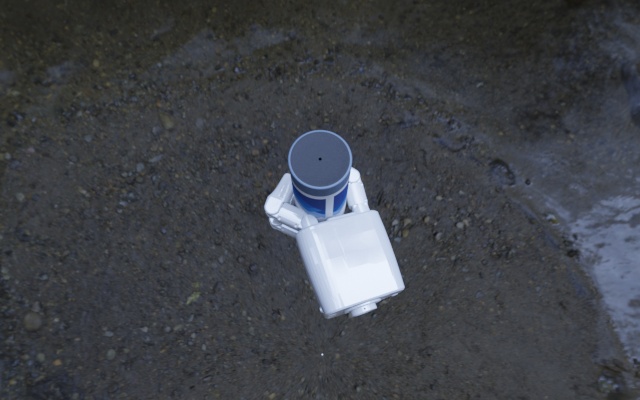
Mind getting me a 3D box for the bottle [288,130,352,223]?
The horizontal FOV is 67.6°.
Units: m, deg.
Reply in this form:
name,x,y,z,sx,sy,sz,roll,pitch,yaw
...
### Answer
name,x,y,z,sx,sy,sz,roll,pitch,yaw
bottle,0.000,0.002,0.632,0.069,0.069,0.296,0,-18,0
